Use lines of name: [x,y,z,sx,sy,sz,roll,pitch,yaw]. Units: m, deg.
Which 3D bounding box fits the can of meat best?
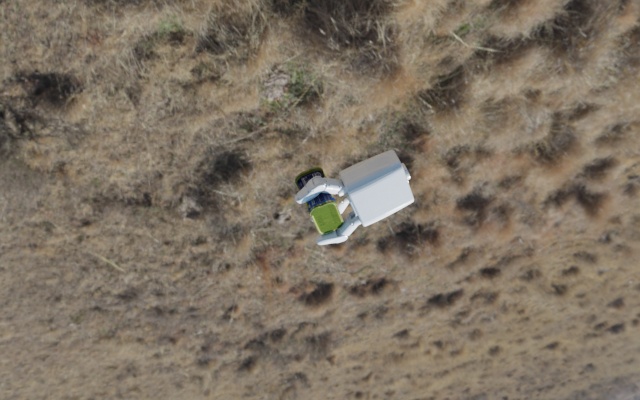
can of meat: [0.000,0.003,0.878,0.057,0.084,0.102,-24,-35,1]
